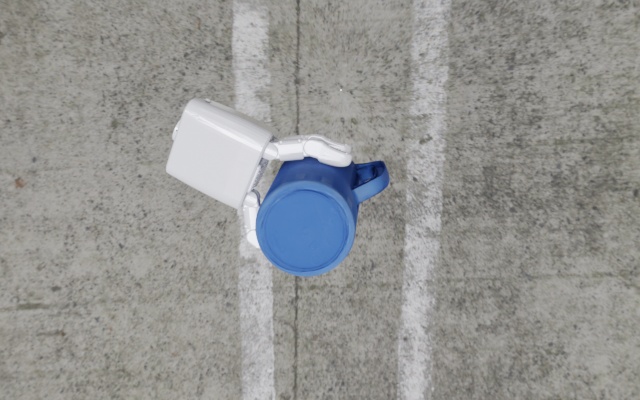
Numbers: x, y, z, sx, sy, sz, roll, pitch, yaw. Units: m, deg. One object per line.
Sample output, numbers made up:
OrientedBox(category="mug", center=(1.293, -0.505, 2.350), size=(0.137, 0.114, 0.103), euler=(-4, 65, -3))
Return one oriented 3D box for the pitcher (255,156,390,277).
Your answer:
OrientedBox(category="pitcher", center=(0.000, 0.002, 0.614), size=(0.145, 0.149, 0.242), euler=(25, 13, -3))
